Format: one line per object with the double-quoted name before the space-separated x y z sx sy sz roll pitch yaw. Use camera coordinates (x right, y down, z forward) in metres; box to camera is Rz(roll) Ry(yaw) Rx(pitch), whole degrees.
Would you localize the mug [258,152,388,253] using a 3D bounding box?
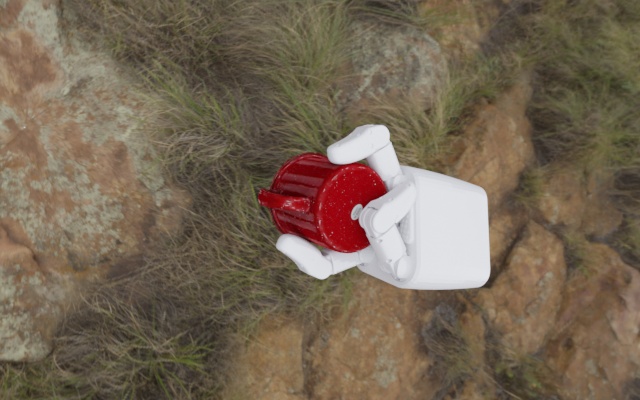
"mug" -0.001 0.001 0.444 0.117 0.093 0.081 7 4 -33
